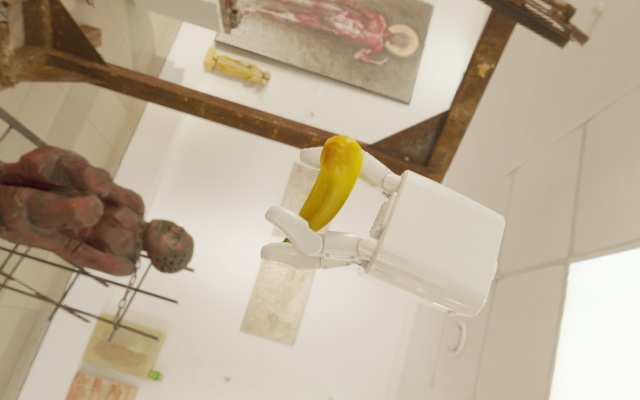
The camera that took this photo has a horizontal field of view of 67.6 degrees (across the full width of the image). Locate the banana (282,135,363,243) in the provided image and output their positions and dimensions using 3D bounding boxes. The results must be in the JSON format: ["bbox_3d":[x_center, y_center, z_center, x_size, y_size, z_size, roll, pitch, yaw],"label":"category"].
[{"bbox_3d":[0.008,-0.010,0.439,0.037,0.069,0.198,31,-31,4],"label":"banana"}]
